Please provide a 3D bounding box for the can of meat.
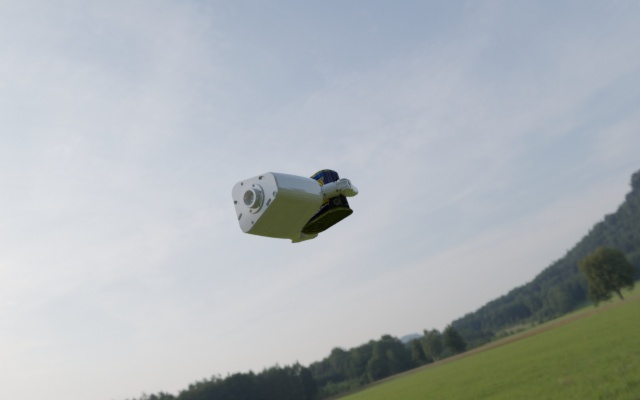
[{"bbox_3d":[0.000,0.003,0.871,0.102,0.084,0.057,-34,-26,35],"label":"can of meat"}]
